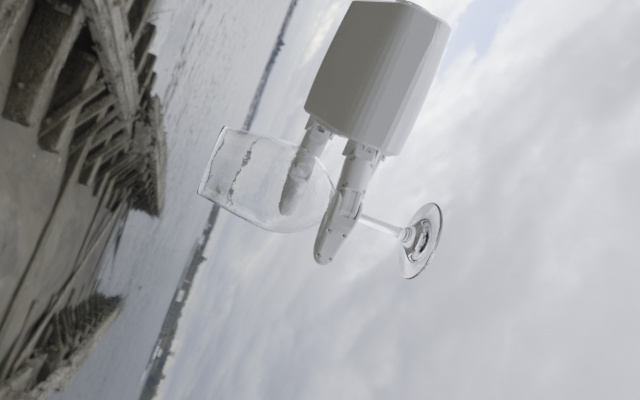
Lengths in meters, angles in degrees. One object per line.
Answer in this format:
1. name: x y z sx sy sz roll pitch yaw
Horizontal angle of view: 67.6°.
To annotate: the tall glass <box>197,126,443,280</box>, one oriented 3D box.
1. tall glass: 0.001 0.002 0.415 0.201 0.079 0.079 21 -5 -12
